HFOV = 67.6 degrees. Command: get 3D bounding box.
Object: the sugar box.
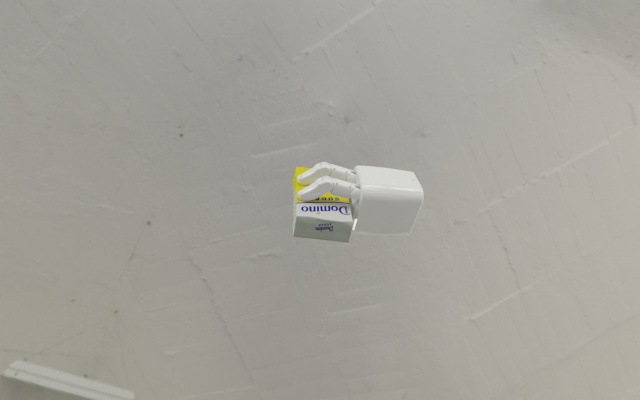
[{"bbox_3d":[0.000,0.002,0.822,0.093,0.048,0.176,7,27,-8],"label":"sugar box"}]
